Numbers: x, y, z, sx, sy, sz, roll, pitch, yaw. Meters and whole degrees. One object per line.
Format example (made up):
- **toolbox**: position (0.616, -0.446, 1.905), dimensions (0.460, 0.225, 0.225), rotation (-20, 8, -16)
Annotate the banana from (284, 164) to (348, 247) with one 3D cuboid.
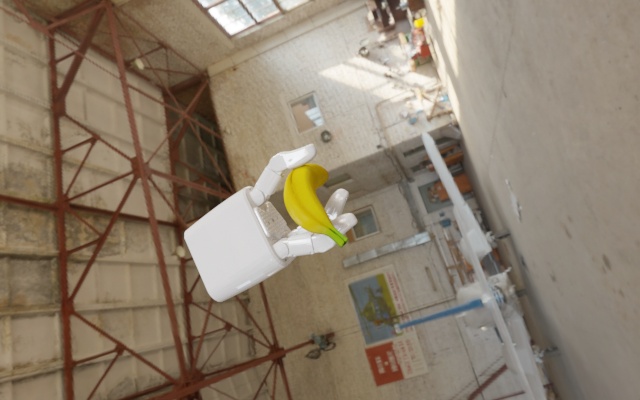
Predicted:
- **banana**: position (-0.013, -0.008, 0.573), dimensions (0.070, 0.037, 0.197), rotation (40, 17, -21)
